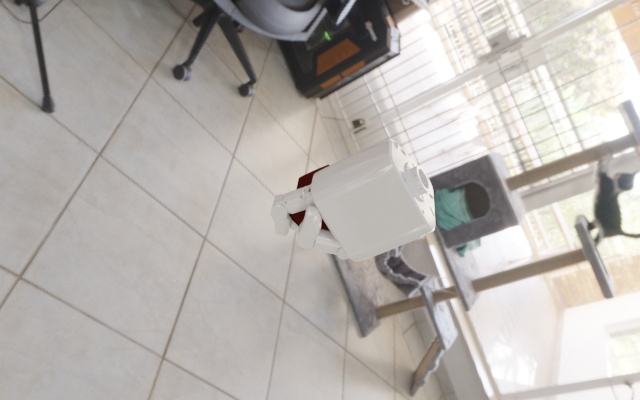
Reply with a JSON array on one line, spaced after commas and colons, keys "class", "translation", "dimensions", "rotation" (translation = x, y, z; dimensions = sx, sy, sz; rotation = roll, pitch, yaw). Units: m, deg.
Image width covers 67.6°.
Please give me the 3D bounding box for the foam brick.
[{"class": "foam brick", "translation": [0.000, 0.002, 0.619], "dimensions": [0.051, 0.078, 0.053], "rotation": [-24, -56, 28]}]
